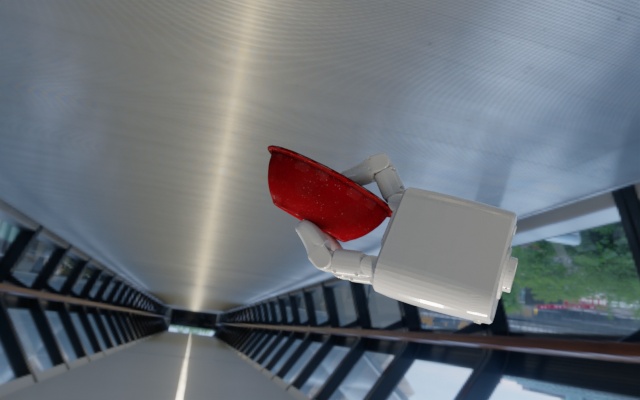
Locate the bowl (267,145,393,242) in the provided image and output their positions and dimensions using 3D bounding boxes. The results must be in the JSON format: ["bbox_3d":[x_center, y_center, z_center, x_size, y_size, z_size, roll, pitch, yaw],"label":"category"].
[{"bbox_3d":[-0.001,0.002,0.534,0.162,0.055,0.162,28,-5,3],"label":"bowl"}]
